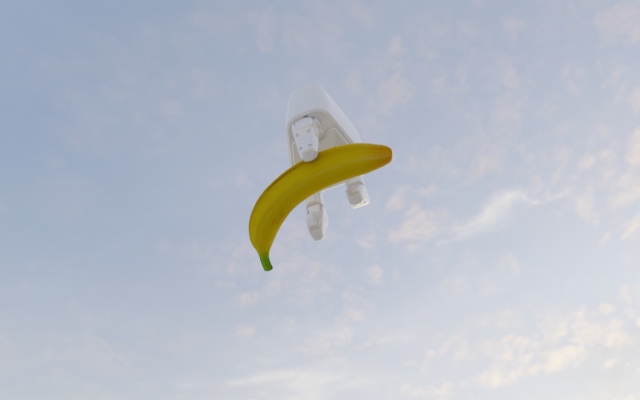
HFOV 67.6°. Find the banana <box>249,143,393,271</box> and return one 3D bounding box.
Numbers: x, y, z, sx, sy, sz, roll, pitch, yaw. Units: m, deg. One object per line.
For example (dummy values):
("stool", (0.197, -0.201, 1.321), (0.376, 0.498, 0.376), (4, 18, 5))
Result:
("banana", (-0.016, -0.007, 0.510), (0.070, 0.198, 0.037), (40, 21, -21))
